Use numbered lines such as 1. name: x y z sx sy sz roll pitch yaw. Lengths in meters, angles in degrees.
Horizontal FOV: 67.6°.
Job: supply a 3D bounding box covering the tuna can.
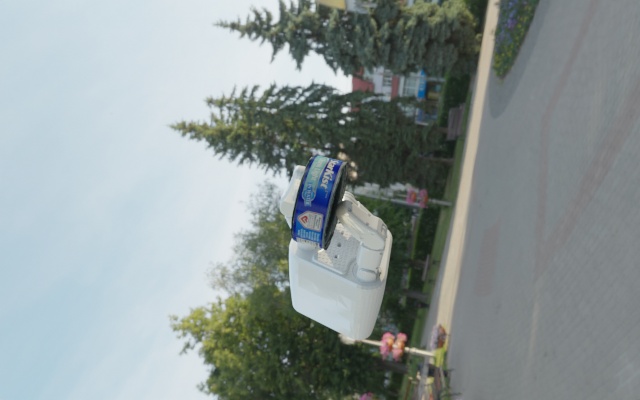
1. tuna can: 0.000 0.001 0.451 0.034 0.086 0.086 14 2 8
